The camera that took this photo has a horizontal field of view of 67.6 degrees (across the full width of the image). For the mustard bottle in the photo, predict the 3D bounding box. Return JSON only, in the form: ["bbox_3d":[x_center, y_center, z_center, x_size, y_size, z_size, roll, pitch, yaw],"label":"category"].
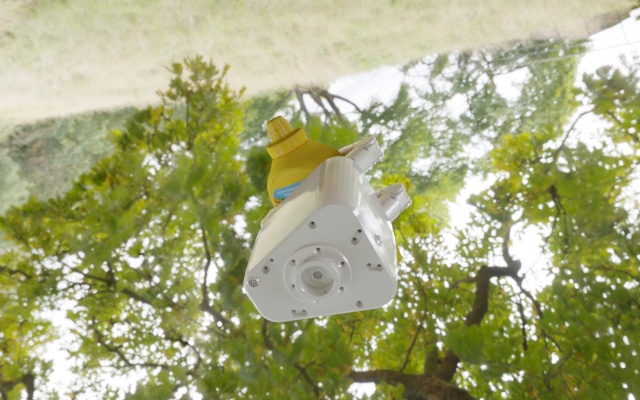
[{"bbox_3d":[0.000,0.002,0.486,0.096,0.192,0.058,-18,20,37],"label":"mustard bottle"}]
